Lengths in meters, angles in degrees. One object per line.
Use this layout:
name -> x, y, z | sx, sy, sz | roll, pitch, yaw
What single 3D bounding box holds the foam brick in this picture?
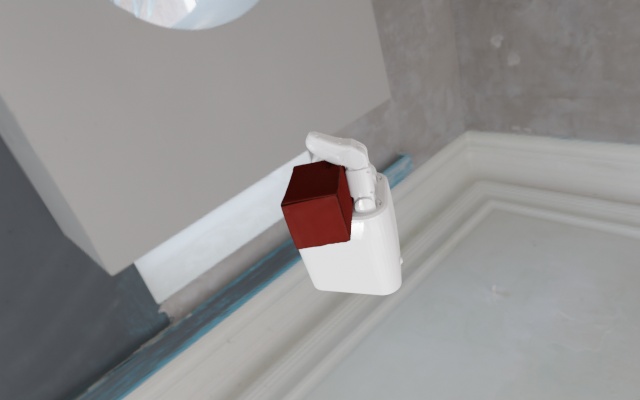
foam brick -> 0.000, 0.002, 0.449 | 0.053, 0.051, 0.078 | -10, 28, 13
